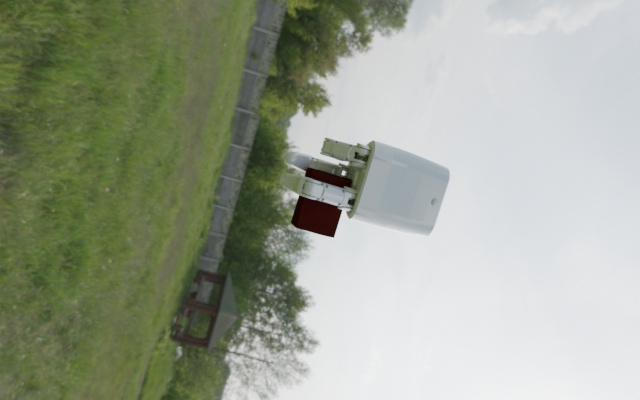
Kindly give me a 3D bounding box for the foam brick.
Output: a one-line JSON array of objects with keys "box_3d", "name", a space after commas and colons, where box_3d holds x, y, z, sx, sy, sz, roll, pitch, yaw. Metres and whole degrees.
[{"box_3d": [0.000, 0.002, 0.604, 0.051, 0.078, 0.053, 16, 4, -12], "name": "foam brick"}]
